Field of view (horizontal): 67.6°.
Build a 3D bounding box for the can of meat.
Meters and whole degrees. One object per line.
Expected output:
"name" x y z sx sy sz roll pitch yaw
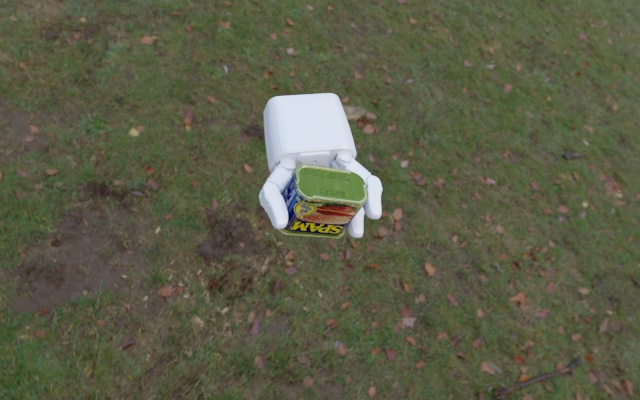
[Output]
"can of meat" 0.000 0.002 0.612 0.102 0.057 0.084 7 -36 -22
